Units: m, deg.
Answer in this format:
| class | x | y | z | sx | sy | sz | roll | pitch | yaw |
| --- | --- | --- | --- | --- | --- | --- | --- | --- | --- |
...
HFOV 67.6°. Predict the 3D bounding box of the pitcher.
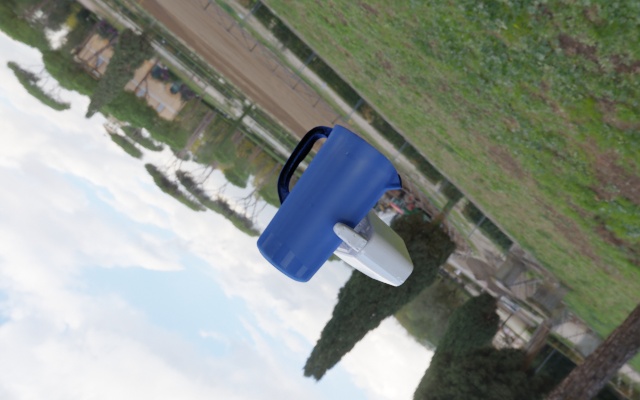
| class | x | y | z | sx | sy | sz | roll | pitch | yaw |
| --- | --- | --- | --- | --- | --- | --- | --- | --- | --- |
| pitcher | 0.000 | 0.003 | 0.777 | 0.145 | 0.243 | 0.149 | 37 | 2 | -22 |
